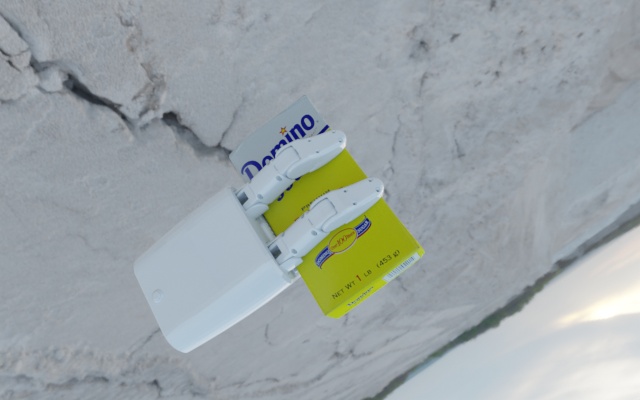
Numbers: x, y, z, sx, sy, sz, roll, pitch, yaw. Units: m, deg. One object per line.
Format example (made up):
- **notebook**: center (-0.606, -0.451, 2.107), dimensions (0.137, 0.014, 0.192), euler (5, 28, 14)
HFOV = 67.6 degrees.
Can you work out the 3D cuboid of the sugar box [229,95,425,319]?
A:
- **sugar box**: center (0.000, 0.001, 0.413), dimensions (0.093, 0.176, 0.048), euler (-37, -22, 4)
